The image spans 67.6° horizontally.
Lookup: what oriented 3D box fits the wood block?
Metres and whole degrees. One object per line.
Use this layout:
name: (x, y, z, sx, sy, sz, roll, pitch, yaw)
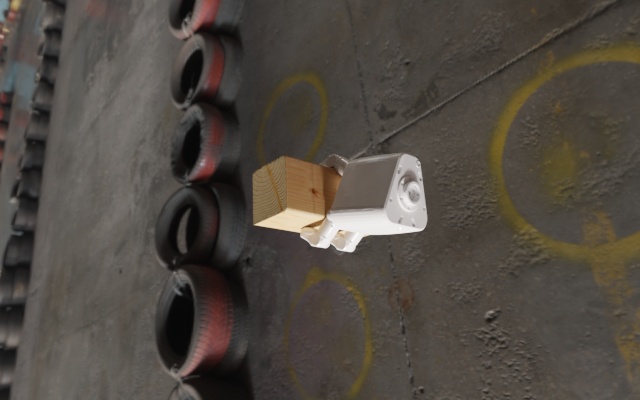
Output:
wood block: (0.000, 0.002, 0.783, 0.206, 0.090, 0.090, 13, -25, -39)
